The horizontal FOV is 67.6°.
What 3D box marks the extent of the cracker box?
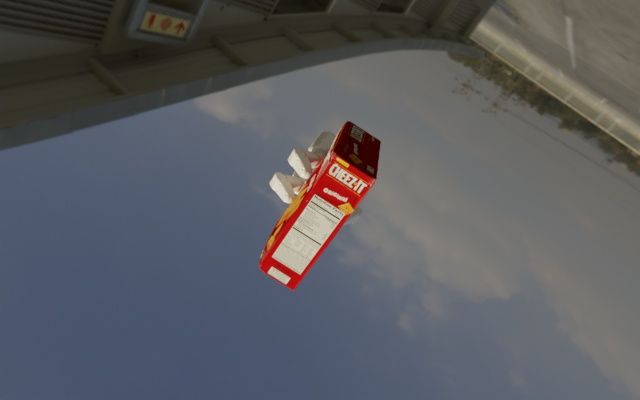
[{"bbox_3d":[0.000,0.003,0.709,0.072,0.214,0.164,32,25,-6],"label":"cracker box"}]
